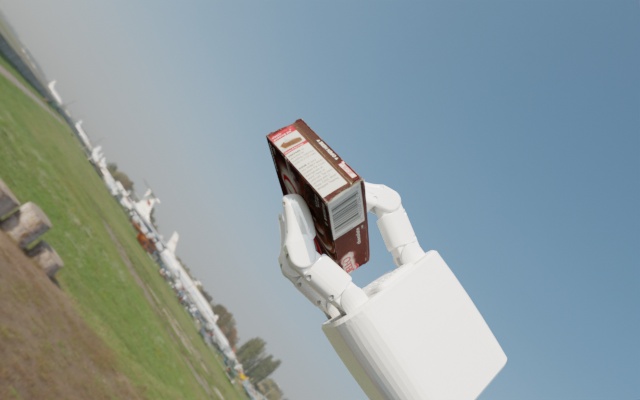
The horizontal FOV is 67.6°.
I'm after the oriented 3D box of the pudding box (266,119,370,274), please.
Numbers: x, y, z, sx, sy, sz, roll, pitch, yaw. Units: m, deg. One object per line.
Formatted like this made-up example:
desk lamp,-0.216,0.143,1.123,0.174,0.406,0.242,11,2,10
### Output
pudding box,0.000,0.001,0.401,0.039,0.114,0.090,-30,53,-18
